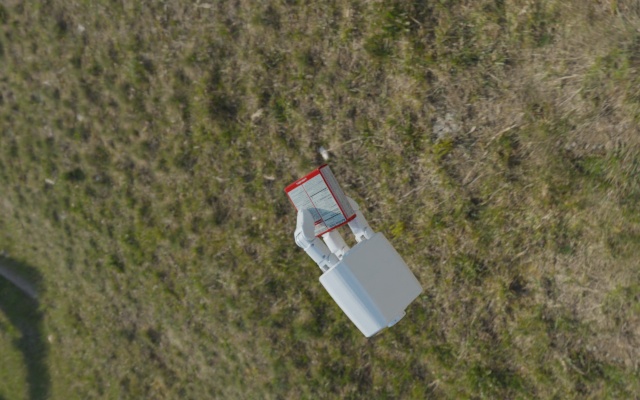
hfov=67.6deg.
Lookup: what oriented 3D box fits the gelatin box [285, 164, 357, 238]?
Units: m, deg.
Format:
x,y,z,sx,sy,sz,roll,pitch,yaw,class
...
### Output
x,y,z,sx,sy,sz,roll,pitch,yaw,class
0.000,0.002,0.695,0.073,0.089,0.030,-29,3,38,gelatin box
